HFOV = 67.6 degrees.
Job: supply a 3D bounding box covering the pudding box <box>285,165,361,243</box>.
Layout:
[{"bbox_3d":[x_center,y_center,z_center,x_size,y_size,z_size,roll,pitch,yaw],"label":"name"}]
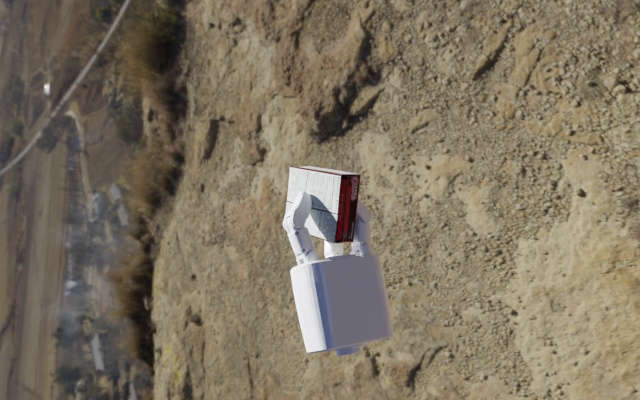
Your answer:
[{"bbox_3d":[0.000,0.002,0.640,0.039,0.090,0.113,0,10,-43],"label":"pudding box"}]
